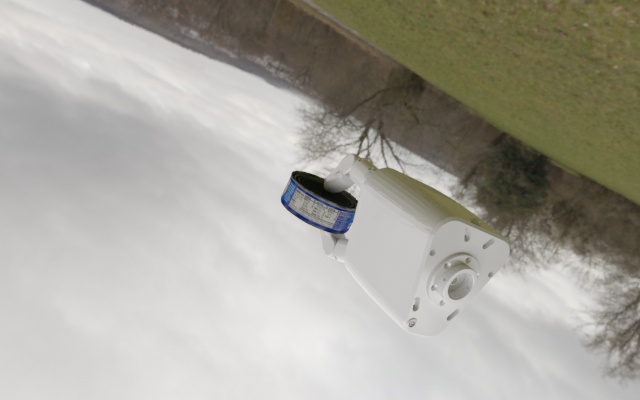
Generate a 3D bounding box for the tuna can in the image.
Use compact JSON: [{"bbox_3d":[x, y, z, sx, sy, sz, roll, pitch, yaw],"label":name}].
[{"bbox_3d":[0.000,0.002,0.527,0.086,0.034,0.086,25,15,-7],"label":"tuna can"}]
